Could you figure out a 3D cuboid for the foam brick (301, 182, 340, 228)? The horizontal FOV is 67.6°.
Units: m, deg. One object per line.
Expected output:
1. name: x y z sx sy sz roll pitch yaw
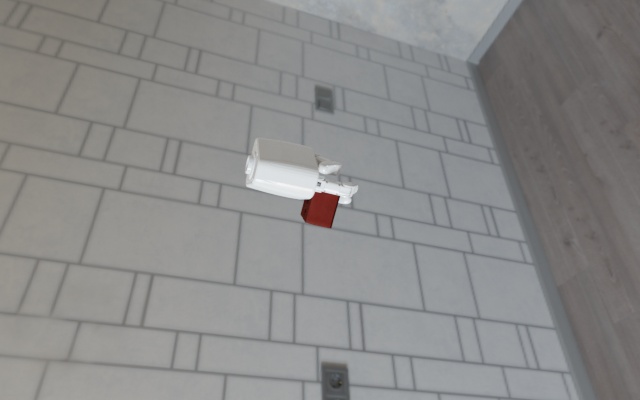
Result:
1. foam brick: 0.000 0.003 0.869 0.051 0.078 0.053 11 13 -17
